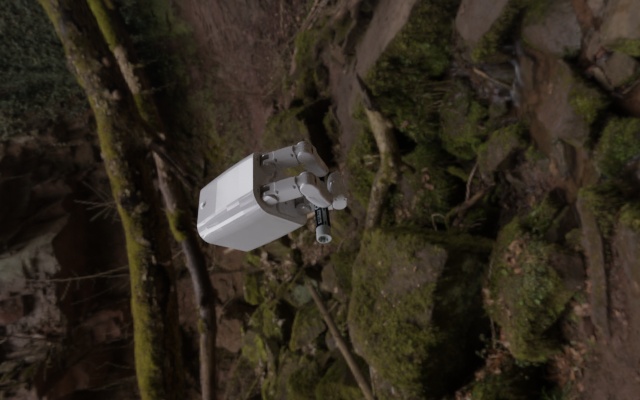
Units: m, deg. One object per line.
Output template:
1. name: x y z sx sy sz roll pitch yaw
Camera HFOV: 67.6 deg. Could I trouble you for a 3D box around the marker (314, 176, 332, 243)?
1. marker: 0.000 0.002 0.622 0.020 0.121 0.020 -4 -41 -3
